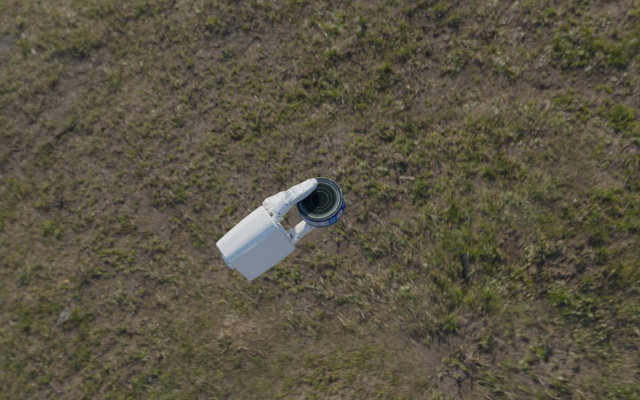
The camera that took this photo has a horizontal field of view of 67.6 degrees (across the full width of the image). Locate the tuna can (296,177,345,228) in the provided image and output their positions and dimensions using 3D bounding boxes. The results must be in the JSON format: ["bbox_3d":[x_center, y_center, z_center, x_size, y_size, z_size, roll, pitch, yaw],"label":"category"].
[{"bbox_3d":[0.000,0.003,0.849,0.086,0.086,0.034,0,-23,10],"label":"tuna can"}]
